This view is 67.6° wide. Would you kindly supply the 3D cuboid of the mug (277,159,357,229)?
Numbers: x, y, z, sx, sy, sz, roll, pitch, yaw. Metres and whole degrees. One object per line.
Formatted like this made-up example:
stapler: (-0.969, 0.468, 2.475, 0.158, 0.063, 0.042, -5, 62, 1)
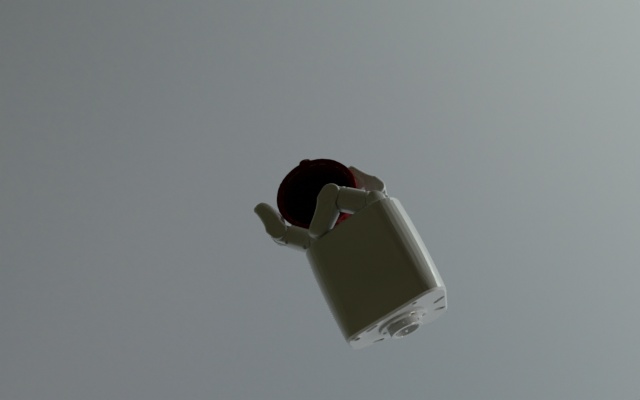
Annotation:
mug: (0.000, 0.001, 0.577, 0.093, 0.117, 0.081, -25, -34, 0)
